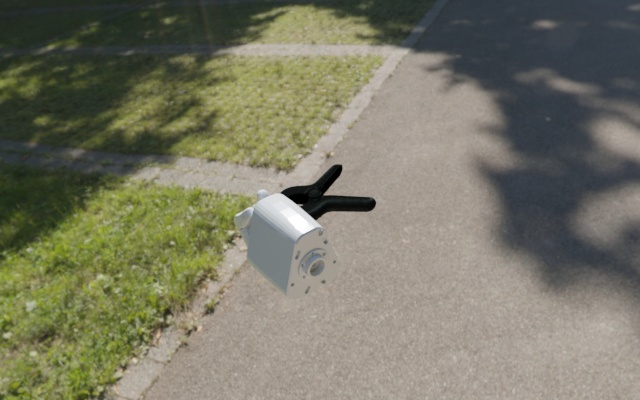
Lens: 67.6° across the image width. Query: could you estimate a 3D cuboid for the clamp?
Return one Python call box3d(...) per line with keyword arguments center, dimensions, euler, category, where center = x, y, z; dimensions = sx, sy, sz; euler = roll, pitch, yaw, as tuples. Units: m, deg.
box3d(center=(0.000, 0.002, 0.762), dimensions=(0.171, 0.039, 0.120), euler=(-28, 42, -26), category="clamp")
